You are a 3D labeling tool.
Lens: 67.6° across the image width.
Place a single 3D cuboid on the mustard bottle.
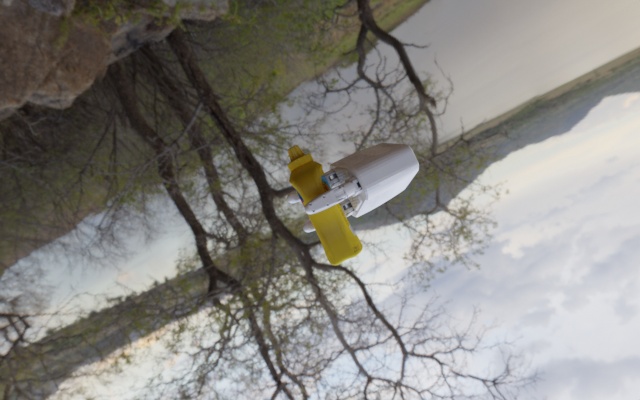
[{"bbox_3d":[0.000,0.003,0.745,0.058,0.191,0.096,-26,1,7],"label":"mustard bottle"}]
